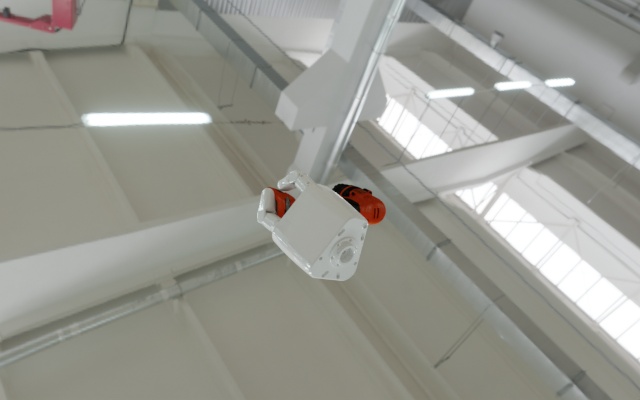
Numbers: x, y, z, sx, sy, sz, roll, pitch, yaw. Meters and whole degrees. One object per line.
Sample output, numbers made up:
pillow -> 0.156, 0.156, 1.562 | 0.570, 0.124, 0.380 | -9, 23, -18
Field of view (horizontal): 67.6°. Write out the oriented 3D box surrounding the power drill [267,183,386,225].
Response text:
power drill -> 0.000, 0.003, 0.851 | 0.187, 0.057, 0.184 | -4, 12, -19
